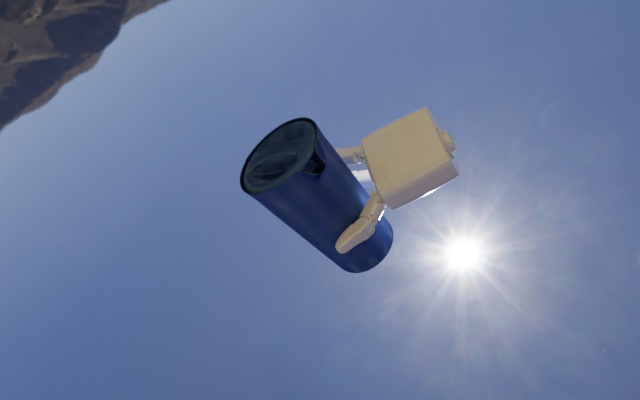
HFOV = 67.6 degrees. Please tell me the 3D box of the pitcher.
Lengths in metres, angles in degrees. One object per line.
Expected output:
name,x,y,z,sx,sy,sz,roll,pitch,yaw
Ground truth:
pitcher,0.000,0.002,0.714,0.145,0.149,0.243,-29,-52,19
